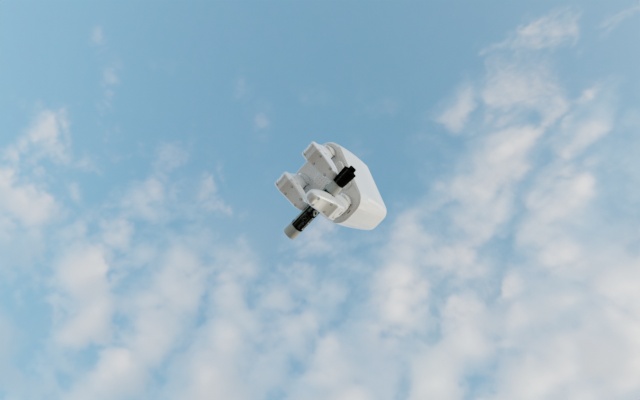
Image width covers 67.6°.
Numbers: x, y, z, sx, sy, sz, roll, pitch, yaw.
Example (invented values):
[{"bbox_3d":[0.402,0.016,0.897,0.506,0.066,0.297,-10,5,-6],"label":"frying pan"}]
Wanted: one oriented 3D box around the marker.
[{"bbox_3d":[0.000,0.002,0.600,0.121,0.020,0.020,-46,-14,14],"label":"marker"}]
